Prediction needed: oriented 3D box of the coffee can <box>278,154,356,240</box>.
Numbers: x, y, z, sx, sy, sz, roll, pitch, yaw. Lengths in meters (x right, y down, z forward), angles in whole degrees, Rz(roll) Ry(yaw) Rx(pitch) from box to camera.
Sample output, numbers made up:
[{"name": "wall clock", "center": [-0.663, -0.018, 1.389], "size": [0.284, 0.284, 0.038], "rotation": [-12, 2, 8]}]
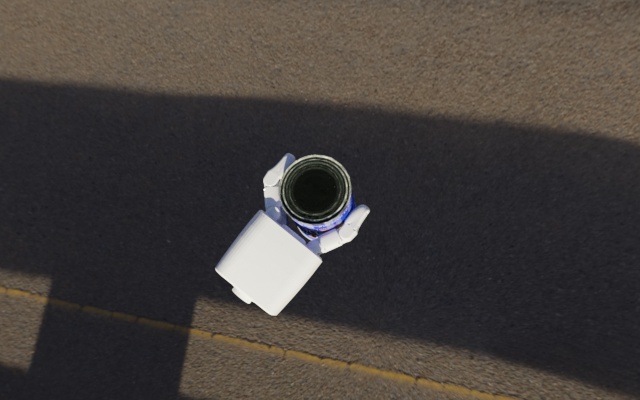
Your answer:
[{"name": "coffee can", "center": [0.000, 0.002, 0.725], "size": [0.103, 0.102, 0.140], "rotation": [0, -15, 7]}]
